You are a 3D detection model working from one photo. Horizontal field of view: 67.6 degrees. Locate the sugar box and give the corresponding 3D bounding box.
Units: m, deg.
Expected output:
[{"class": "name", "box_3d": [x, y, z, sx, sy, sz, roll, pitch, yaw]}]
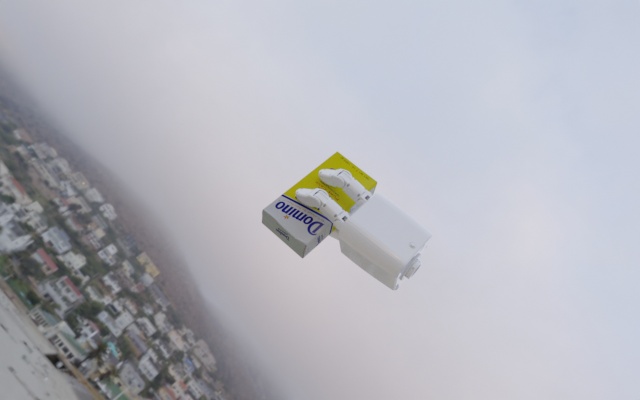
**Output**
[{"class": "sugar box", "box_3d": [0.000, 0.002, 0.766, 0.093, 0.048, 0.176, 39, 56, 18]}]
